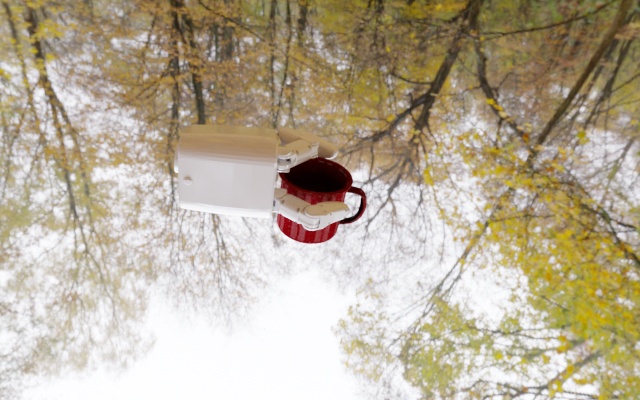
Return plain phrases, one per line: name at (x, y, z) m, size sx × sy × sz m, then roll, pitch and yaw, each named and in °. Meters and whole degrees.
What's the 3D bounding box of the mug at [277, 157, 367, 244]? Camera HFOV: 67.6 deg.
mug at (0.001, 0.002, 0.608) m, size 0.117 × 0.081 × 0.093 m, roll 6°, pitch 33°, yaw -7°
